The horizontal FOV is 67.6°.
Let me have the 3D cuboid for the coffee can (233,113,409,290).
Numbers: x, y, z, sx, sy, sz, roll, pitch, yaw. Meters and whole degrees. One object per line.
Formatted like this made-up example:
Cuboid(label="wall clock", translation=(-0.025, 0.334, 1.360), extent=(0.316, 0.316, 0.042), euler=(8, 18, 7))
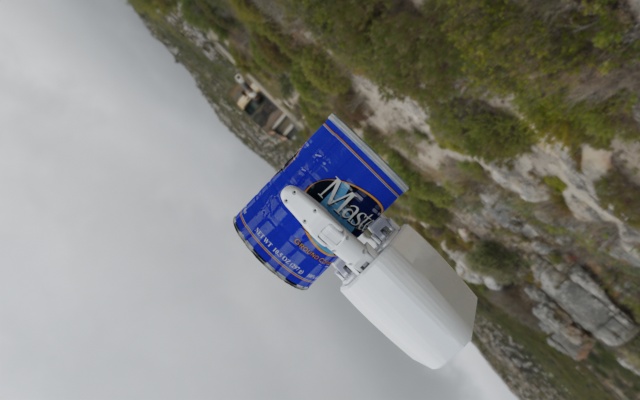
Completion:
Cuboid(label="coffee can", translation=(0.000, 0.001, 0.464), extent=(0.103, 0.140, 0.103), euler=(44, 7, -7))
